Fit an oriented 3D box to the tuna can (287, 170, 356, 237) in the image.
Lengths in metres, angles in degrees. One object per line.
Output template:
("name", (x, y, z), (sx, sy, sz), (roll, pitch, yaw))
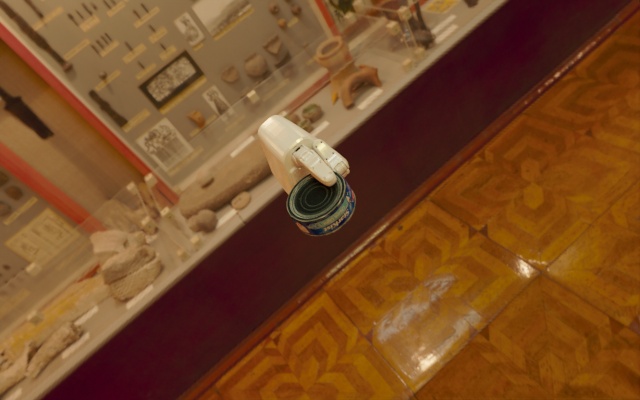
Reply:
("tuna can", (0.000, 0.002, 0.615), (0.086, 0.086, 0.034), (0, -36, 31))
